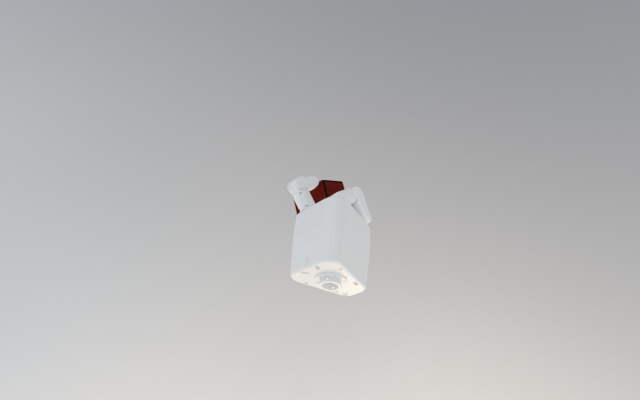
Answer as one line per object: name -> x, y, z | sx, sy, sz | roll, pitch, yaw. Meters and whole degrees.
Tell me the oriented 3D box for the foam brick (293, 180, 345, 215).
foam brick -> 0.000, 0.003, 0.816 | 0.053, 0.051, 0.078 | 2, -21, -46
